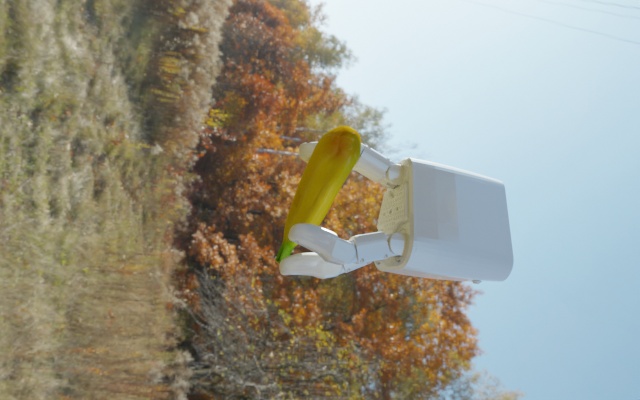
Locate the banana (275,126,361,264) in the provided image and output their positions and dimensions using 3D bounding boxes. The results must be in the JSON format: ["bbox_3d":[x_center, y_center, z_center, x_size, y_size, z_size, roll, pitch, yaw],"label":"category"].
[{"bbox_3d":[0.001,-0.012,0.429,0.037,0.069,0.198,15,-37,-9],"label":"banana"}]
